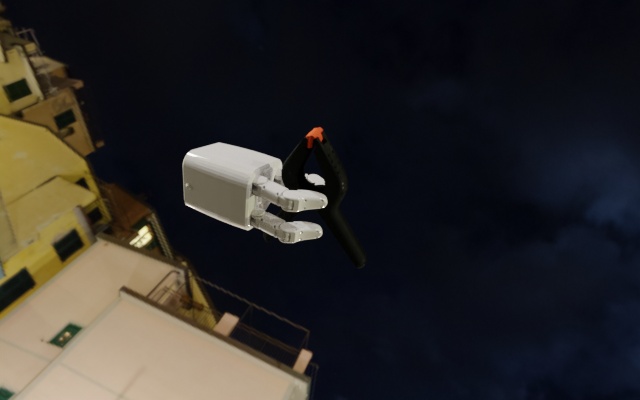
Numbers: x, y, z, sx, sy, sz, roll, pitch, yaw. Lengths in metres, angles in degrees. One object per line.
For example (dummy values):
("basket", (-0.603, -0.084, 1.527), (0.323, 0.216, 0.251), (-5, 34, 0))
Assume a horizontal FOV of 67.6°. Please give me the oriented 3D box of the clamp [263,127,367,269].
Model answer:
("clamp", (0.000, 0.001, 0.664), (0.164, 0.210, 0.036), (19, 38, 13))
